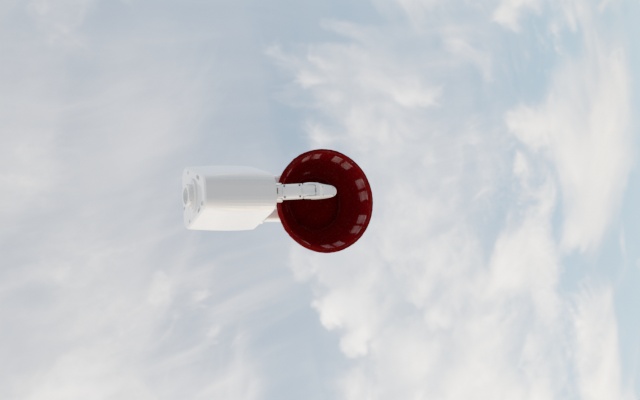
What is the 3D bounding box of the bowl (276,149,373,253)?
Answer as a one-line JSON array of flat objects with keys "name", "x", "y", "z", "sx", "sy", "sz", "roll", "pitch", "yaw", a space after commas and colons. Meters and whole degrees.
[{"name": "bowl", "x": 0.001, "y": 0.003, "z": 0.757, "sx": 0.162, "sy": 0.162, "sz": 0.055, "roll": 0, "pitch": -6, "yaw": -21}]
